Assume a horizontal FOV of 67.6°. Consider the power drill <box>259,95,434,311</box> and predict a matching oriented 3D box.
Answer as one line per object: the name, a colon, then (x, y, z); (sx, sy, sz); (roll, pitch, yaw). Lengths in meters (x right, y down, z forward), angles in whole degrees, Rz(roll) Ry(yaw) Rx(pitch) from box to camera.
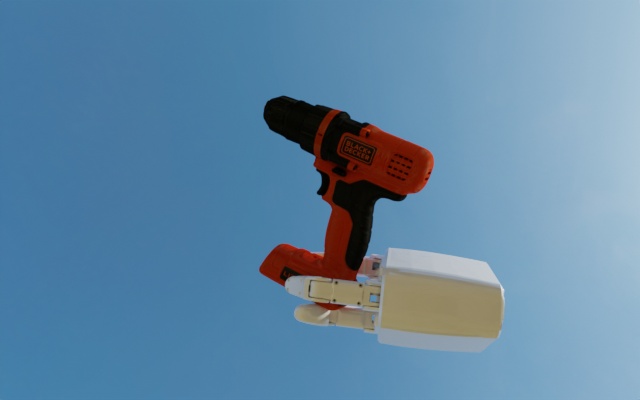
power drill: (0.000, 0.002, 0.488); (0.184, 0.188, 0.057); (25, 18, 21)
